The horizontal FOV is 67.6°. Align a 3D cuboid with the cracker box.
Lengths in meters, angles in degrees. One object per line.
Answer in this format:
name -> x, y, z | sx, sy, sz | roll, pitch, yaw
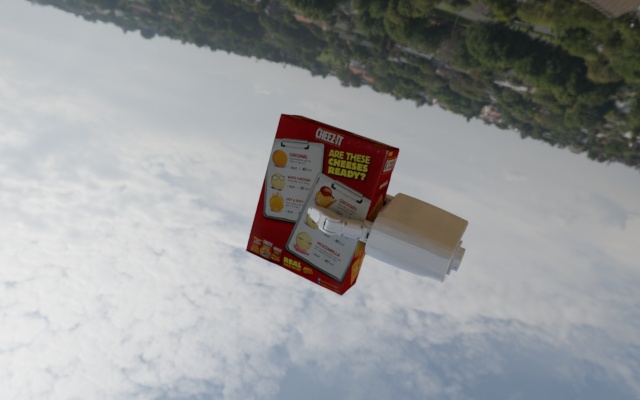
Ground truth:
cracker box -> 0.000, 0.002, 0.683 | 0.164, 0.214, 0.072 | 22, 16, 19
